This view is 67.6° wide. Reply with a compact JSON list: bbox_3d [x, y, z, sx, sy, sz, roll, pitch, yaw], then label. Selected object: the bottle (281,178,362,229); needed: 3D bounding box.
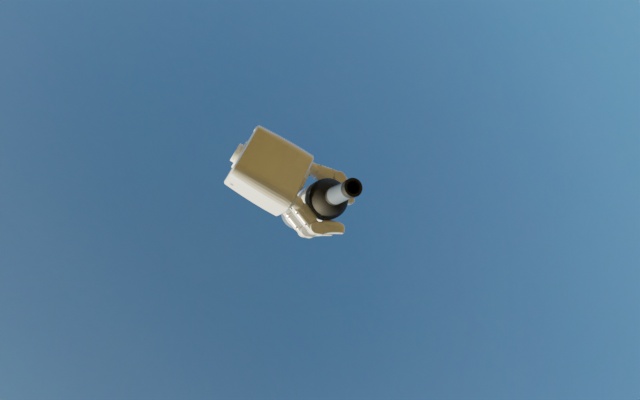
[{"bbox_3d":[0.000,0.003,0.793,0.069,0.069,0.296,0,-8,-18],"label":"bottle"}]
